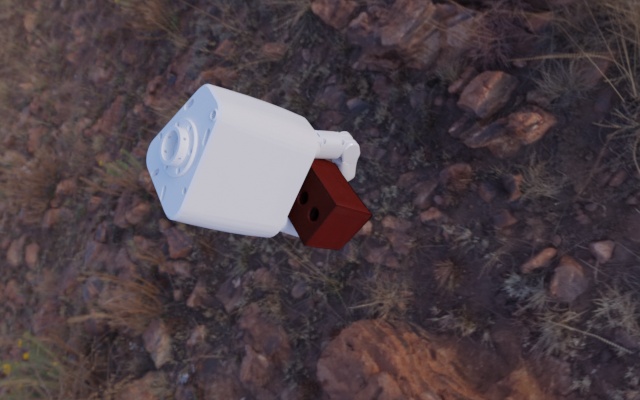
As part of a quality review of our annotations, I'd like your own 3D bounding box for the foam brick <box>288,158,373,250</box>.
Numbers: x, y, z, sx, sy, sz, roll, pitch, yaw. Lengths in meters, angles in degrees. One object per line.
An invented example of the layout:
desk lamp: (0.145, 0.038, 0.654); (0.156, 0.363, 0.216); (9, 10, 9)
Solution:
foam brick: (0.000, 0.002, 0.457); (0.051, 0.053, 0.078); (14, 34, -46)
